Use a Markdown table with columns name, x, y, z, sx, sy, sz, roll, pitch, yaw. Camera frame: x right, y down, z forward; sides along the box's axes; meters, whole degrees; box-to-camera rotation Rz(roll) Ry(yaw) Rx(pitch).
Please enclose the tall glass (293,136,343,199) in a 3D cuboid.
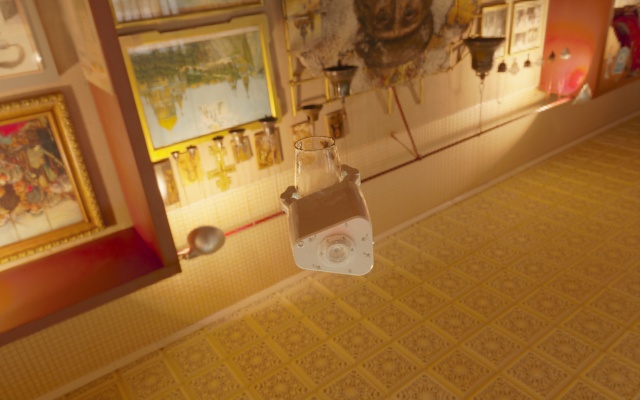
| name | x | y | z | sx | sy | sz | roll | pitch | yaw |
| --- | --- | --- | --- | --- | --- | --- | --- | --- | --- |
| tall glass | 0.000 | 0.003 | 0.757 | 0.079 | 0.201 | 0.079 | -5 | 27 | 2 |
